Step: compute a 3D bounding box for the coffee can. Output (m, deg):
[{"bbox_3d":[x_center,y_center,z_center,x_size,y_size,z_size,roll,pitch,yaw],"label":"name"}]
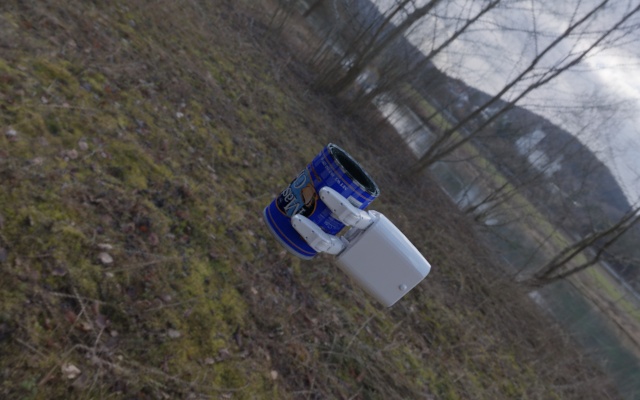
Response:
[{"bbox_3d":[0.000,0.002,0.690,0.140,0.102,0.103,-44,-16,17],"label":"coffee can"}]
